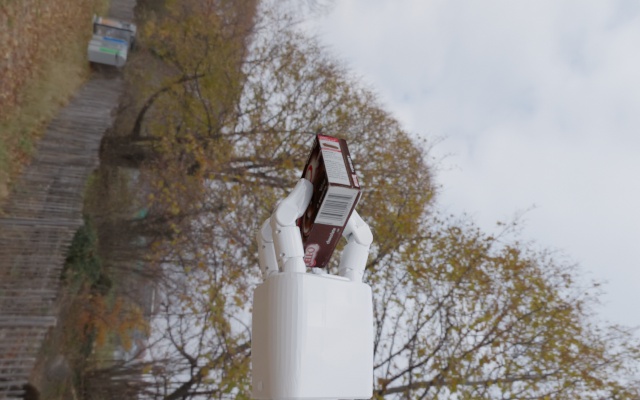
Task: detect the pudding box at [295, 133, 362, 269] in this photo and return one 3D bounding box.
[{"bbox_3d":[0.000,0.002,0.501,0.039,0.114,0.090,11,38,-19],"label":"pudding box"}]
